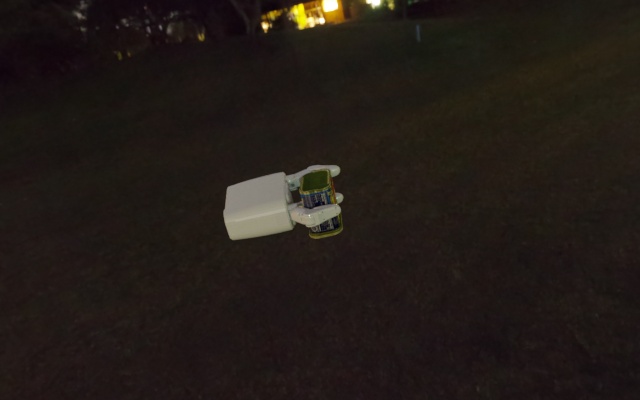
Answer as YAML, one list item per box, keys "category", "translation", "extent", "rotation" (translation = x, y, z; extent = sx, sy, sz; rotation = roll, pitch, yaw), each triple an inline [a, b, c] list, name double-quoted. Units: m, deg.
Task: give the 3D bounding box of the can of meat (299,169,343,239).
- category: "can of meat"
  translation: [0.000, 0.002, 0.809]
  extent: [0.057, 0.084, 0.102]
  rotation: [-12, 22, 5]
